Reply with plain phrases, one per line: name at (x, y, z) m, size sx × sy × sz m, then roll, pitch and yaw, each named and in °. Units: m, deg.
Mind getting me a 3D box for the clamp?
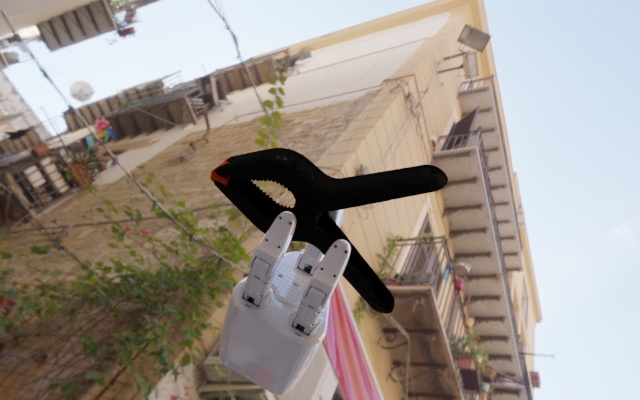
clamp at (0.000, 0.001, 0.430) m, size 0.210 × 0.165 × 0.036 m, roll 28°, pitch 38°, yaw 8°
